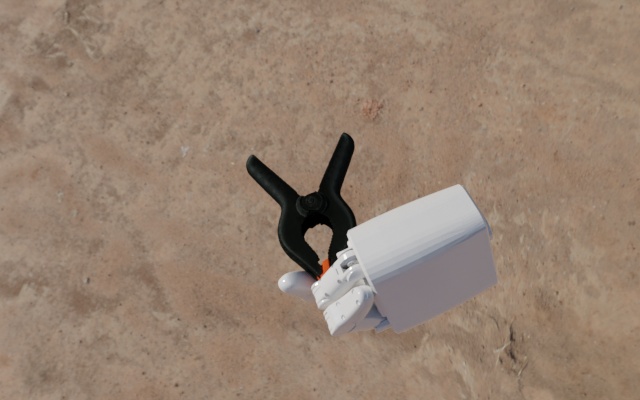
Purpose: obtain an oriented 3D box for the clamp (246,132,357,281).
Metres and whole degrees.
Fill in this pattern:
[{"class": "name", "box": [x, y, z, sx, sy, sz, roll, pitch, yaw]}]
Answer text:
[{"class": "clamp", "box": [0.000, 0.001, 0.490, 0.120, 0.171, 0.039, -24, -28, 1]}]
